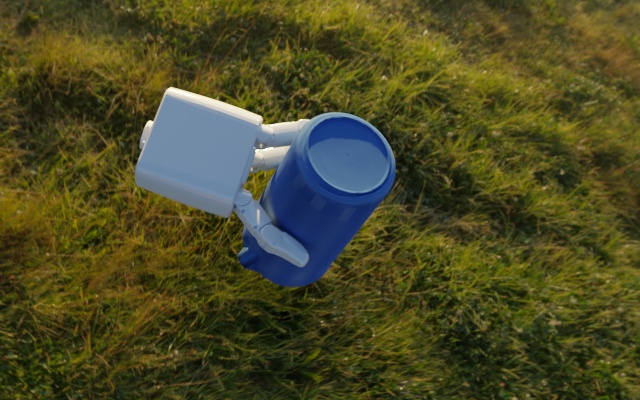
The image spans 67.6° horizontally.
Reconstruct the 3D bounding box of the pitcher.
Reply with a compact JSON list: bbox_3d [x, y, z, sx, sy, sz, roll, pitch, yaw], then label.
[{"bbox_3d":[0.000,0.002,0.572,0.145,0.149,0.243,20,-30,-9],"label":"pitcher"}]
